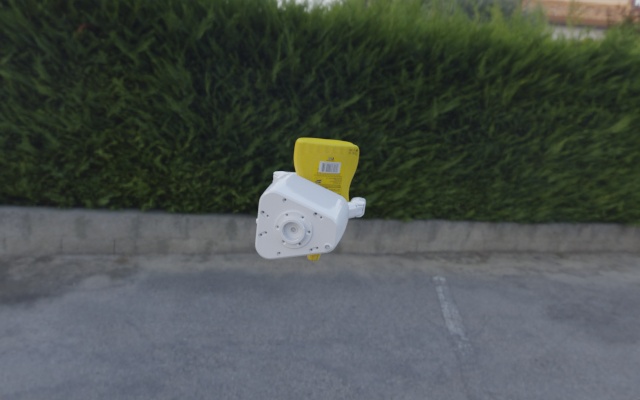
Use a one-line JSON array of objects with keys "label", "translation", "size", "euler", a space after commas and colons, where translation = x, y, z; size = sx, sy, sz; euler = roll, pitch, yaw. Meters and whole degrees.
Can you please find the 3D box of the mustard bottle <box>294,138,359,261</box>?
[{"label": "mustard bottle", "translation": [0.000, 0.002, 0.744], "size": [0.096, 0.192, 0.058], "euler": [3, 15, -17]}]
